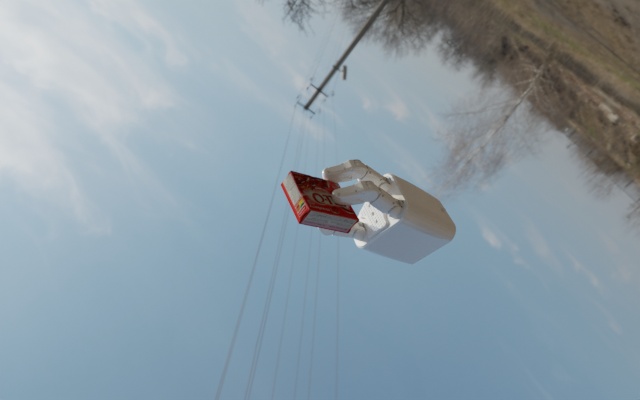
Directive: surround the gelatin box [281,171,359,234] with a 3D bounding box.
[{"bbox_3d":[0.000,0.002,0.627,0.089,0.030,0.073,13,37,-39],"label":"gelatin box"}]
